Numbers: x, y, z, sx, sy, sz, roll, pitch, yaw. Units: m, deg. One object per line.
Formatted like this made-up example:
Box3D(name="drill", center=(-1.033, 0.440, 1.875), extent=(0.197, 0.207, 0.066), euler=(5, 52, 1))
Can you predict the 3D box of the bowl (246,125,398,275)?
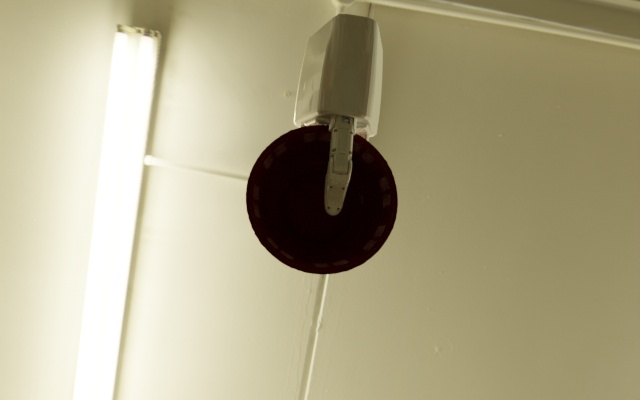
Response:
Box3D(name="bowl", center=(0.000, 0.003, 0.526), extent=(0.162, 0.162, 0.055), euler=(0, -12, -7))
